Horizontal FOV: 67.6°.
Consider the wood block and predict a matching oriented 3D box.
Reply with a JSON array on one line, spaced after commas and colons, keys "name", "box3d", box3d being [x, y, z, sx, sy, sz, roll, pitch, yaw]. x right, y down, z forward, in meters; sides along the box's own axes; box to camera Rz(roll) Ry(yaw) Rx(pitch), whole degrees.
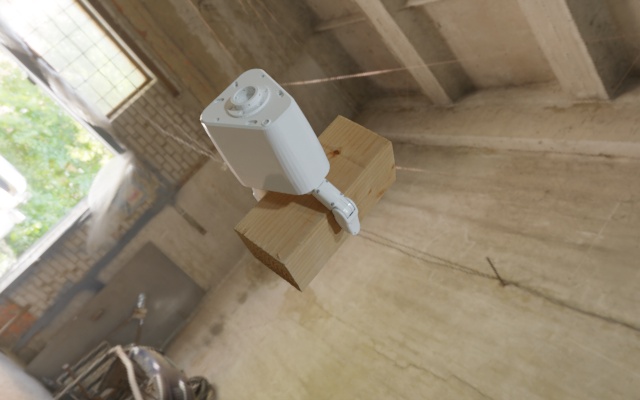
[{"name": "wood block", "box3d": [0.000, 0.002, 0.620, 0.090, 0.206, 0.090, 32, -19, 27]}]
